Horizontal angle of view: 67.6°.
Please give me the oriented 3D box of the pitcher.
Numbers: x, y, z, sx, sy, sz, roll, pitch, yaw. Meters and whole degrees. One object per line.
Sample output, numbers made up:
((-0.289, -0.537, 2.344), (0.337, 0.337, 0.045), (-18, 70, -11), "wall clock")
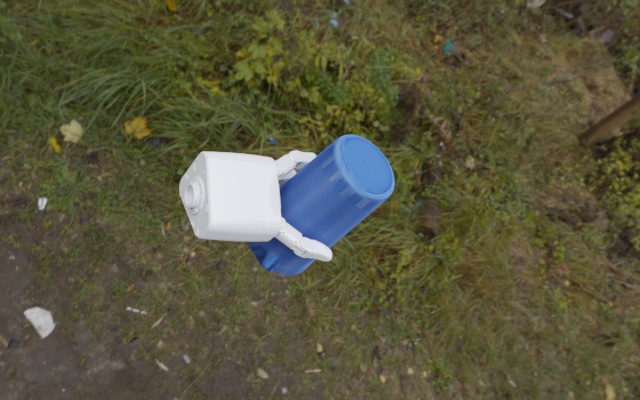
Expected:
((0.000, 0.002, 0.738), (0.145, 0.149, 0.243), (5, -33, -38), "pitcher")
